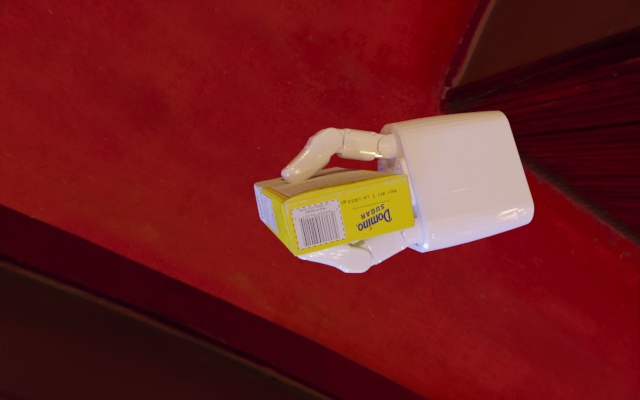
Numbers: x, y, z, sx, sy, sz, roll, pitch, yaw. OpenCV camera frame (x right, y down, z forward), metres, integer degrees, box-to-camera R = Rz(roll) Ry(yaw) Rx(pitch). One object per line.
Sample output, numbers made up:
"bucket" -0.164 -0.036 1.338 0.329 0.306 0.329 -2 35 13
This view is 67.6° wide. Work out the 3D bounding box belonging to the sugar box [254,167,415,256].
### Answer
"sugar box" 0.000 0.002 0.411 0.093 0.048 0.176 -12 6 -12
